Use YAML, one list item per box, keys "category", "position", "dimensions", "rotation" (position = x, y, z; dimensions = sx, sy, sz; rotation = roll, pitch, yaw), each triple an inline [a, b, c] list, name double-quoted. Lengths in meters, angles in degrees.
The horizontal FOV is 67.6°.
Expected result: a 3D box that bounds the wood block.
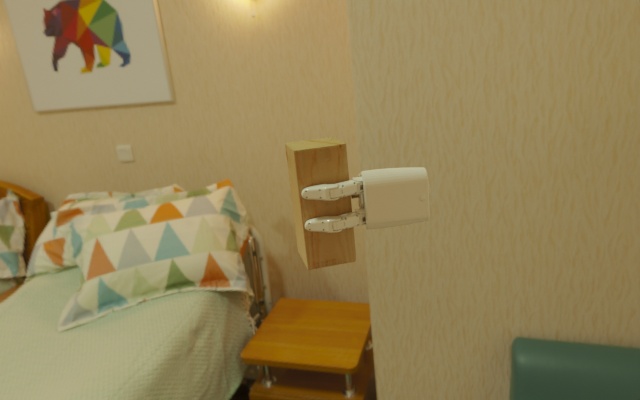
- category: "wood block"
  position: [0.000, 0.002, 0.827]
  dimensions: [0.090, 0.206, 0.090]
  rotation: [-9, 17, -11]
